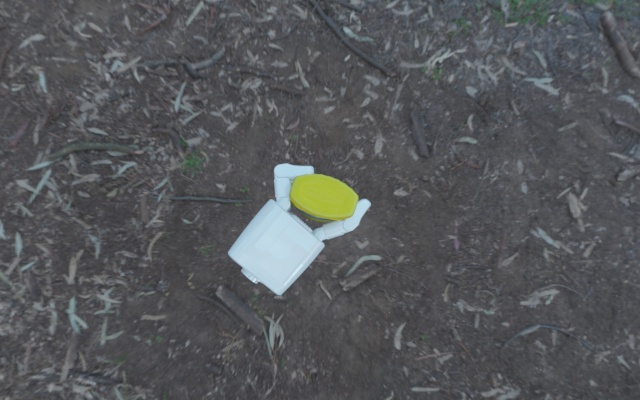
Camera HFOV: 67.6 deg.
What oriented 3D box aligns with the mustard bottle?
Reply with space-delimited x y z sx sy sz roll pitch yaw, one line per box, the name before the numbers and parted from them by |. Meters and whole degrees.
mustard bottle | 0.000 0.002 0.749 0.096 0.058 0.191 16 -6 -2
